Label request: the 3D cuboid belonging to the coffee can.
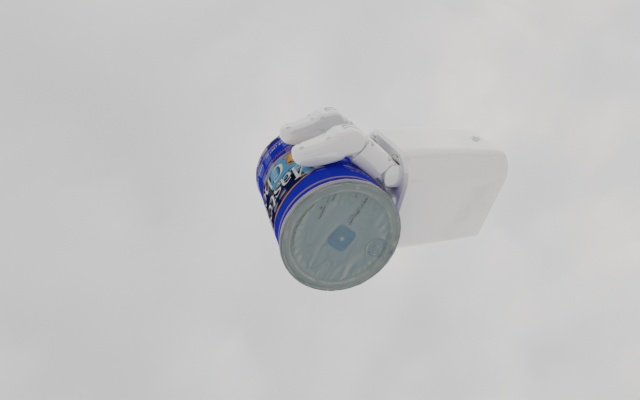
[{"bbox_3d":[0.000,0.002,0.446,0.103,0.103,0.140,0,26,-17],"label":"coffee can"}]
